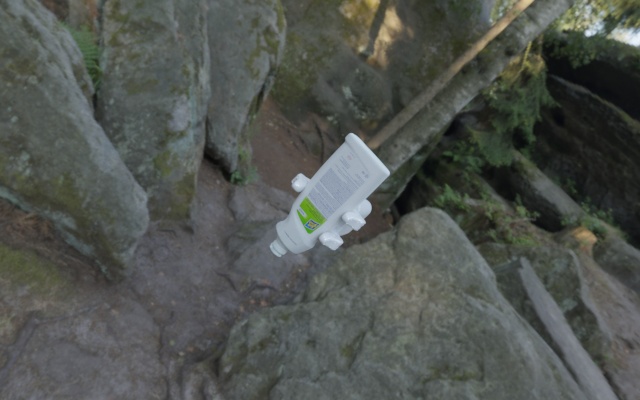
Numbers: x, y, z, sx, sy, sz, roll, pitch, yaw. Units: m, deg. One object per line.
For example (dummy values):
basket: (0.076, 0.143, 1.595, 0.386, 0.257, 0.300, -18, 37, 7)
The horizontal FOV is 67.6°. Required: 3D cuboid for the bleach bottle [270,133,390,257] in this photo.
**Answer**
bleach bottle: (0.000, 0.003, 0.854, 0.251, 0.102, 0.068, -43, -15, 13)
